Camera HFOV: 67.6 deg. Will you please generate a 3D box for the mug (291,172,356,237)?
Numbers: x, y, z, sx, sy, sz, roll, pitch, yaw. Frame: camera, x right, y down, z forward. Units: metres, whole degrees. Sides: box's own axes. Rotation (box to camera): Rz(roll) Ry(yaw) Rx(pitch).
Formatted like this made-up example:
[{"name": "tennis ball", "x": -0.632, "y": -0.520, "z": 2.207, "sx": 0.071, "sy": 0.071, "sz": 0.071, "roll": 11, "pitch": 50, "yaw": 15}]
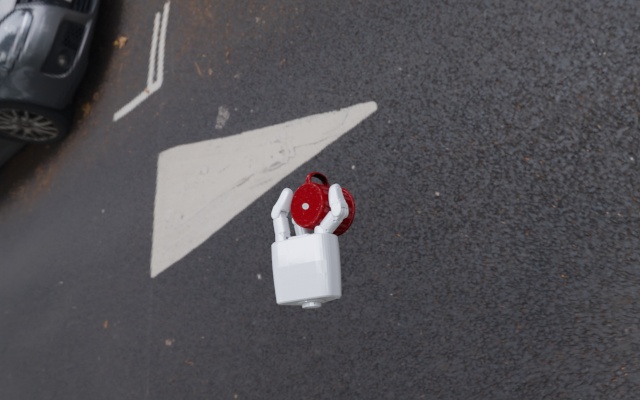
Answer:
[{"name": "mug", "x": 0.000, "y": 0.001, "z": 0.856, "sx": 0.093, "sy": 0.117, "sz": 0.081, "roll": -22, "pitch": -25, "yaw": 38}]
